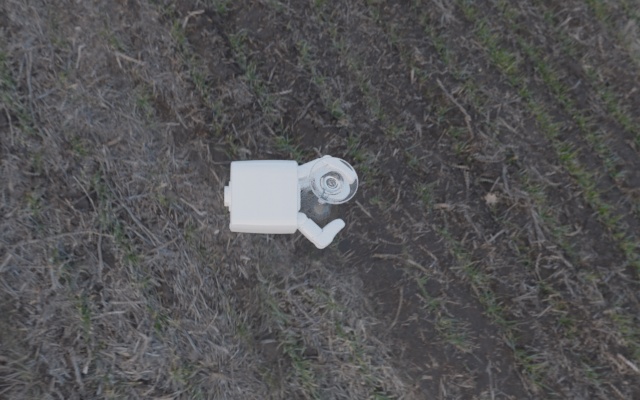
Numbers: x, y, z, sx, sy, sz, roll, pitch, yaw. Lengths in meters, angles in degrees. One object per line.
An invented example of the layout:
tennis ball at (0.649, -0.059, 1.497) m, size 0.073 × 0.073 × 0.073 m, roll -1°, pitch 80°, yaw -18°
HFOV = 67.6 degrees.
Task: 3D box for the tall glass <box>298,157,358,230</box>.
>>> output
tall glass at (0.000, 0.002, 0.794) m, size 0.079 × 0.079 × 0.201 m, roll 0°, pitch -19°, yaw -12°
